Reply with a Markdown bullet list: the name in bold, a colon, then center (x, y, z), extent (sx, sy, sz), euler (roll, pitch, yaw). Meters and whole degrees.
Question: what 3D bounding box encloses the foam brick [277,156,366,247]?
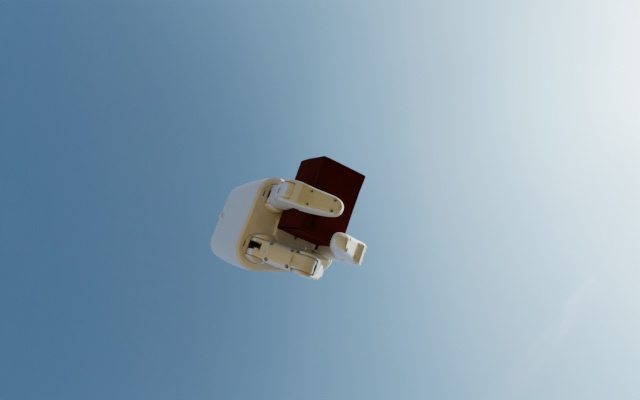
- **foam brick**: center (0.000, 0.001, 0.480), extent (0.053, 0.078, 0.051), euler (26, -13, -26)
